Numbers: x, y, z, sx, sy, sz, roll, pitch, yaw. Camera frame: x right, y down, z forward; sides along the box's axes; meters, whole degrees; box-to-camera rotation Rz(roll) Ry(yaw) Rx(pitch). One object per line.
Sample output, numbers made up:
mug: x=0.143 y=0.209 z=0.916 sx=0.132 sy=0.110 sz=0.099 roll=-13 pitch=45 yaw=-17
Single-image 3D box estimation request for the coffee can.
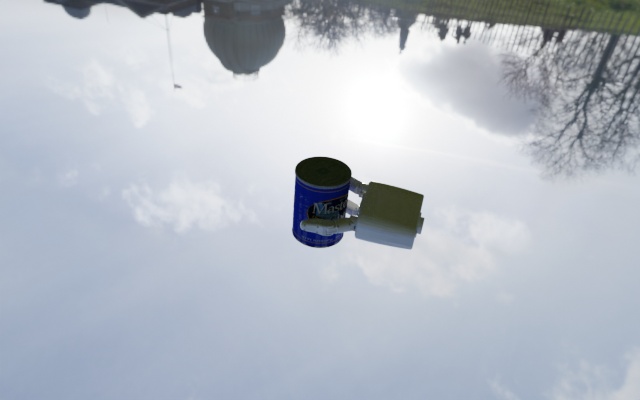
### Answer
coffee can: x=0.000 y=0.003 z=0.893 sx=0.103 sy=0.140 sz=0.102 roll=4 pitch=35 yaw=-3
